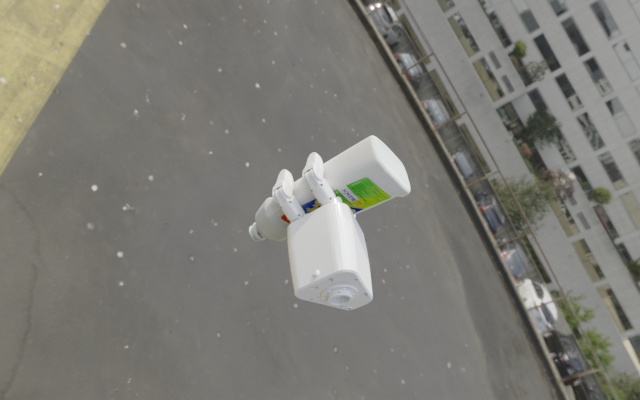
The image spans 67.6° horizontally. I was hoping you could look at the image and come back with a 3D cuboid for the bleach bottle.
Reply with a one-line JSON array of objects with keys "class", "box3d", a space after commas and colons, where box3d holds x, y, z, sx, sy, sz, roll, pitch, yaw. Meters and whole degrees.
[{"class": "bleach bottle", "box3d": [0.000, 0.002, 0.714, 0.251, 0.068, 0.103, -29, -43, 25]}]
